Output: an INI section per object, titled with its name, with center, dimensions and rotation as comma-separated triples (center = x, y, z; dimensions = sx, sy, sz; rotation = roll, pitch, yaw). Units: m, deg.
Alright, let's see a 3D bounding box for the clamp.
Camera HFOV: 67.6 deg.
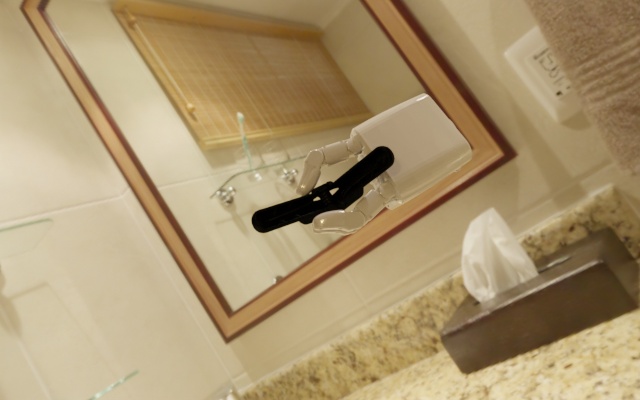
[clamp]
center = 0.000, 0.001, 0.583
dimensions = 0.164, 0.036, 0.210
rotation = -26, -8, -5
